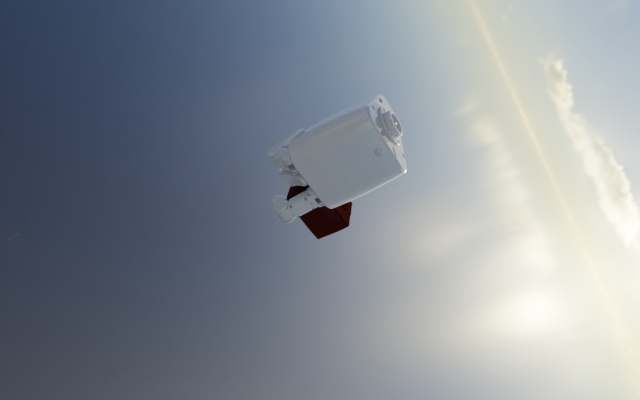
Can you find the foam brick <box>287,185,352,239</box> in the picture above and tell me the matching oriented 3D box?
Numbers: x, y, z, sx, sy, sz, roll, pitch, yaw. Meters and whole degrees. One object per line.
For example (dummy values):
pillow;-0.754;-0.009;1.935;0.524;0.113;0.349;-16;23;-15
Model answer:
foam brick;0.000;0.002;0.634;0.051;0.078;0.053;-24;29;25
